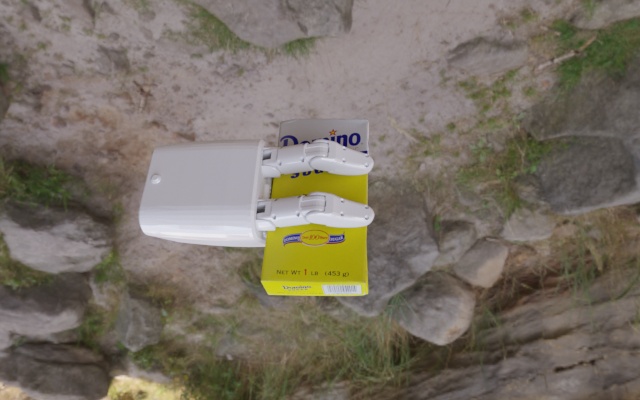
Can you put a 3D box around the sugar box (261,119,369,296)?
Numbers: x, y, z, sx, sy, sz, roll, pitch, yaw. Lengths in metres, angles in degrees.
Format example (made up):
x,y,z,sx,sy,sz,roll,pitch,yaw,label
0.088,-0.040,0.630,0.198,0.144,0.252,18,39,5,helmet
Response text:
x,y,z,sx,sy,sz,roll,pitch,yaw,label
0.000,0.001,0.459,0.093,0.176,0.048,0,-27,5,sugar box
